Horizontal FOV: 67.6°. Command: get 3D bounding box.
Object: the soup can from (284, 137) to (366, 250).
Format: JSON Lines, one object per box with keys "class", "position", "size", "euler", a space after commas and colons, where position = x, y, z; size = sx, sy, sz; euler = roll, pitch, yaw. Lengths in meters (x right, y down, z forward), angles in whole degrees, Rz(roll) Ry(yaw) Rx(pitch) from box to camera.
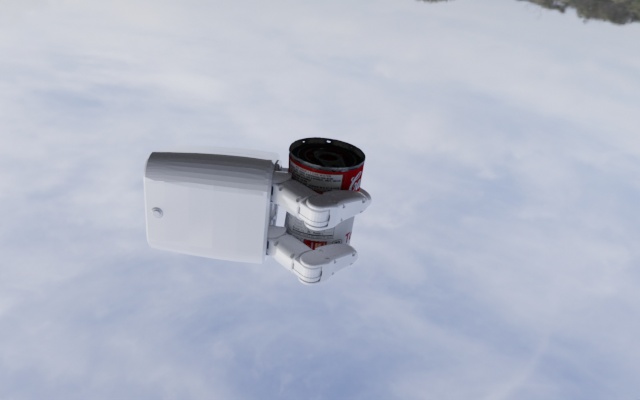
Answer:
{"class": "soup can", "position": [0.001, 0.002, 0.442], "size": [0.068, 0.102, 0.068], "euler": [6, 28, -3]}
